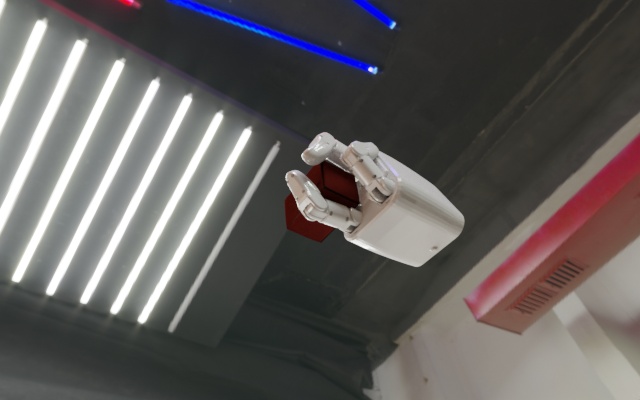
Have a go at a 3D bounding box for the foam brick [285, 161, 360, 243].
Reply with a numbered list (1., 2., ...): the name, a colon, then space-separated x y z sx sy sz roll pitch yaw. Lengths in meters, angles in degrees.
1. foam brick: 0.000 0.002 0.560 0.051 0.053 0.078 25 -53 -26
